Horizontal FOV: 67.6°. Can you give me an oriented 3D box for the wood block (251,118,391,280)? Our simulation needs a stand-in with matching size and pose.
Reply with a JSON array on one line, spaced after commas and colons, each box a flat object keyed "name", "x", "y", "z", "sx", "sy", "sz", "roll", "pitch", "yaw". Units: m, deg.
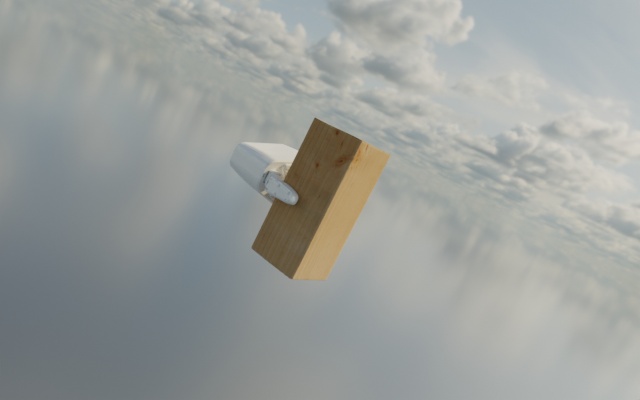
[{"name": "wood block", "x": 0.000, "y": 0.002, "z": 0.677, "sx": 0.090, "sy": 0.206, "sz": 0.091, "roll": 32, "pitch": 10, "yaw": 34}]
